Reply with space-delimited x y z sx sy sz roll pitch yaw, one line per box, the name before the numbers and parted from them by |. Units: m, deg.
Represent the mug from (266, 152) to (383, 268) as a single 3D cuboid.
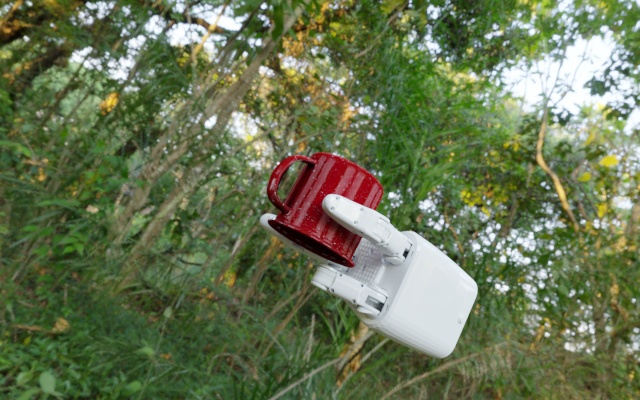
mug | -0.001 0.001 0.454 0.117 0.081 0.093 35 -14 -30
